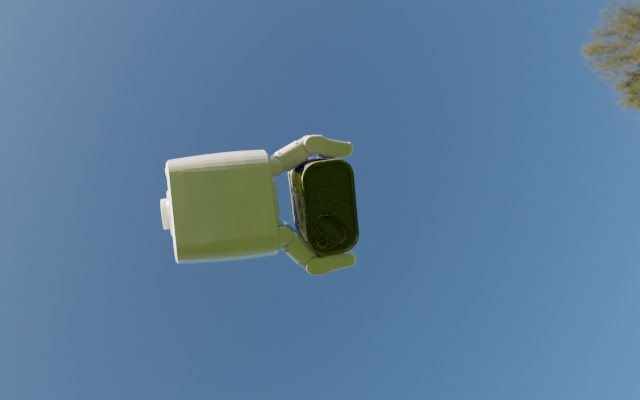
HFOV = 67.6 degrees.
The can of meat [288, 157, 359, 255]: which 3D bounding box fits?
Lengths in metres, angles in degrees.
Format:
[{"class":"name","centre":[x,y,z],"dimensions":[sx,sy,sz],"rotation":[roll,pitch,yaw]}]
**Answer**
[{"class":"can of meat","centre":[0.000,0.002,0.544],"dimensions":[0.057,0.102,0.084],"rotation":[-9,11,-15]}]
